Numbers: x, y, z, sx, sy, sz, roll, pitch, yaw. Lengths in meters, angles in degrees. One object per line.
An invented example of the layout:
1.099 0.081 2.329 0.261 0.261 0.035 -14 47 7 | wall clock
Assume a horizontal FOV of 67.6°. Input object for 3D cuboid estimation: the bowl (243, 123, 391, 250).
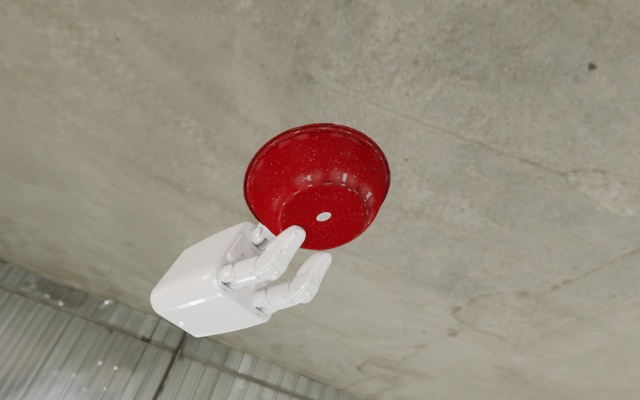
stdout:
0.001 0.001 0.501 0.162 0.162 0.055 0 40 -9 | bowl
